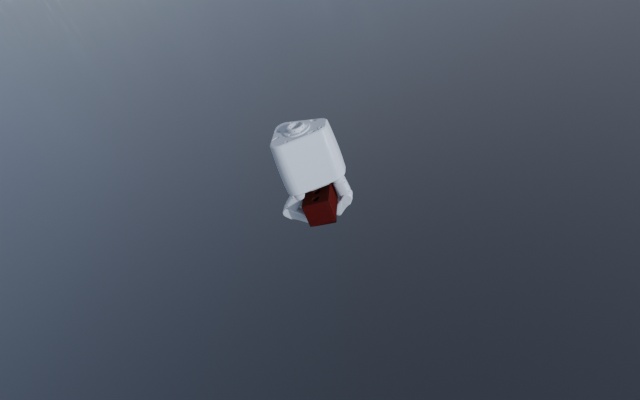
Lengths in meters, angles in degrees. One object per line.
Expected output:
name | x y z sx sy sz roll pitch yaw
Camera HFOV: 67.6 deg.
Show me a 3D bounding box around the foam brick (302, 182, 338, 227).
foam brick | 0.000 0.003 0.893 0.053 0.051 0.078 -13 35 14
